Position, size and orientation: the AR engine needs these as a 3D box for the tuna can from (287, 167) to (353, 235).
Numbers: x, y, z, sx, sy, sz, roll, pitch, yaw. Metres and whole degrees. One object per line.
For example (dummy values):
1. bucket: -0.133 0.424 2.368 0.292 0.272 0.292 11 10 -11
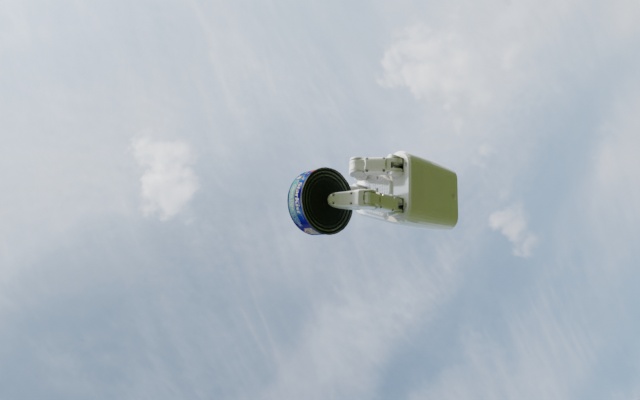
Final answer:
1. tuna can: 0.000 0.002 0.613 0.086 0.086 0.034 0 -5 -40
